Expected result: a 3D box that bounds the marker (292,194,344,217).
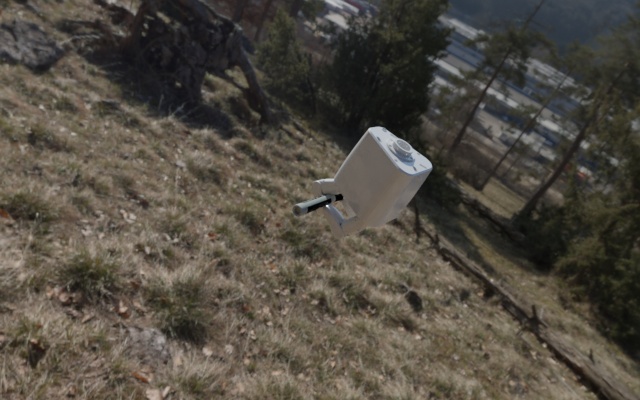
[{"bbox_3d":[0.000,0.003,0.763,0.020,0.020,0.121,0,12,37],"label":"marker"}]
